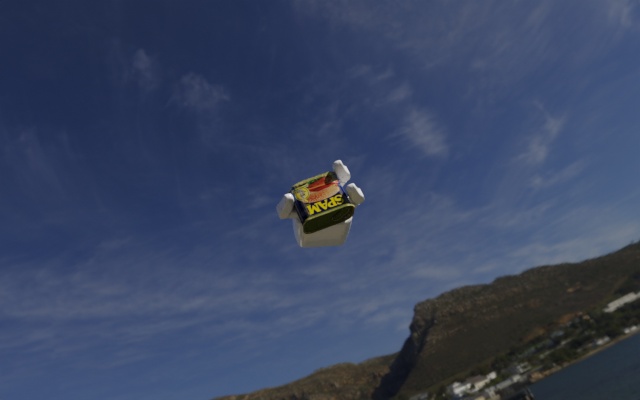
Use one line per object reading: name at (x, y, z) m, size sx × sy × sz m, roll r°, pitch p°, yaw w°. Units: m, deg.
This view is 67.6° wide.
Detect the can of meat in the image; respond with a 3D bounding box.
can of meat at (0.000, 0.003, 0.890) m, size 0.102 × 0.084 × 0.057 m, roll -20°, pitch -29°, yaw -11°
